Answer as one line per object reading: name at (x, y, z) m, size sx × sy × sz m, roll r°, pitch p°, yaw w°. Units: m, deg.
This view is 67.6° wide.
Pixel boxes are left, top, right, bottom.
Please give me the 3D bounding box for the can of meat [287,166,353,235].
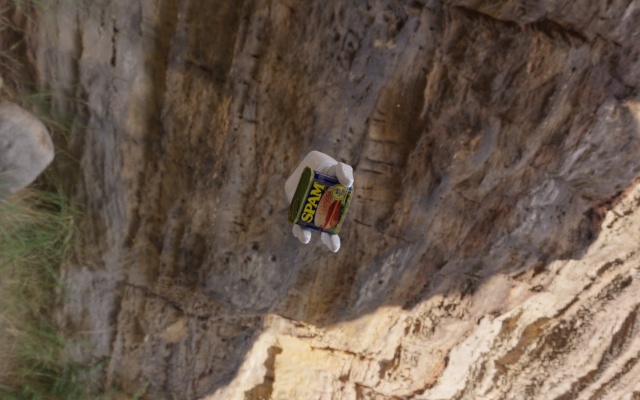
can of meat at (0.000, 0.003, 0.822) m, size 0.084 × 0.102 × 0.057 m, roll 18°, pitch 9°, yaw -20°
